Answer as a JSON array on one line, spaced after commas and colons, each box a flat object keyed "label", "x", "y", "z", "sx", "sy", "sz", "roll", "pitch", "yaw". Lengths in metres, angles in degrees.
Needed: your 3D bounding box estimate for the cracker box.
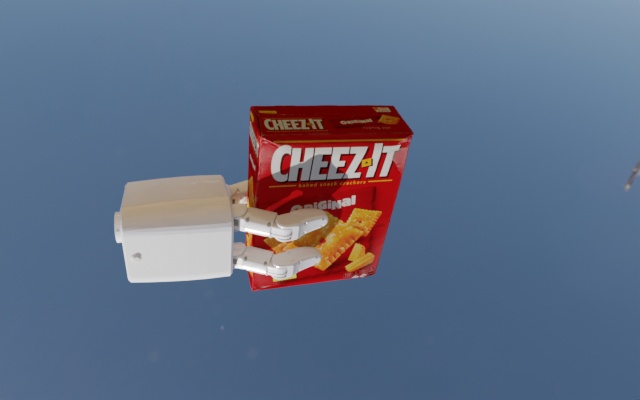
[{"label": "cracker box", "x": 0.000, "y": 0.002, "z": 0.550, "sx": 0.164, "sy": 0.214, "sz": 0.072, "roll": -4, "pitch": 39, "yaw": -17}]
